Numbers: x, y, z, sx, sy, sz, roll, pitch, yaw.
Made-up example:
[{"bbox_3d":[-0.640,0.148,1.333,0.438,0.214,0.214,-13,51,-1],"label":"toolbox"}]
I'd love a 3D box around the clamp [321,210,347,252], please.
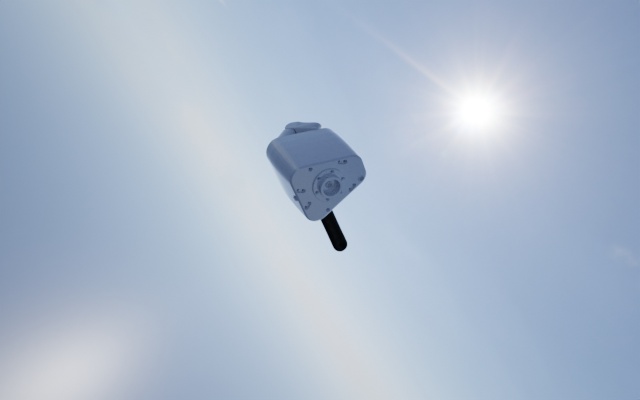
[{"bbox_3d":[0.001,0.002,0.792,0.039,0.172,0.120,-30,34,-3],"label":"clamp"}]
